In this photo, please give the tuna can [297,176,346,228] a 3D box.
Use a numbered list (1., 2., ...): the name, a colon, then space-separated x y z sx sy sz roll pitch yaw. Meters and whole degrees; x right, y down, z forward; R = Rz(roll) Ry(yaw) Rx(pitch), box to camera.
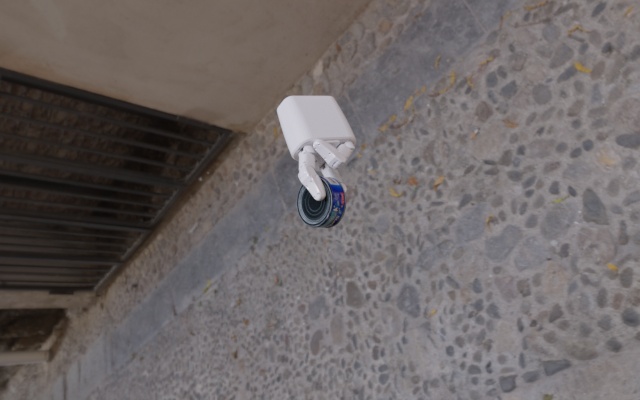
1. tuna can: 0.000 0.003 0.787 0.086 0.086 0.034 0 -3 45
